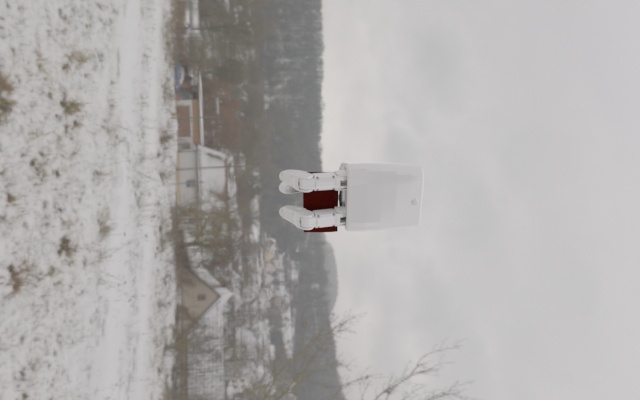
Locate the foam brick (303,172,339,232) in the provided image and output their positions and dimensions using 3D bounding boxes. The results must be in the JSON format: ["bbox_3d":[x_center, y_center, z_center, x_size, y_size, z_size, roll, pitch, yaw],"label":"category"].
[{"bbox_3d":[0.000,0.003,0.702,0.051,0.078,0.053,0,23,-2],"label":"foam brick"}]
